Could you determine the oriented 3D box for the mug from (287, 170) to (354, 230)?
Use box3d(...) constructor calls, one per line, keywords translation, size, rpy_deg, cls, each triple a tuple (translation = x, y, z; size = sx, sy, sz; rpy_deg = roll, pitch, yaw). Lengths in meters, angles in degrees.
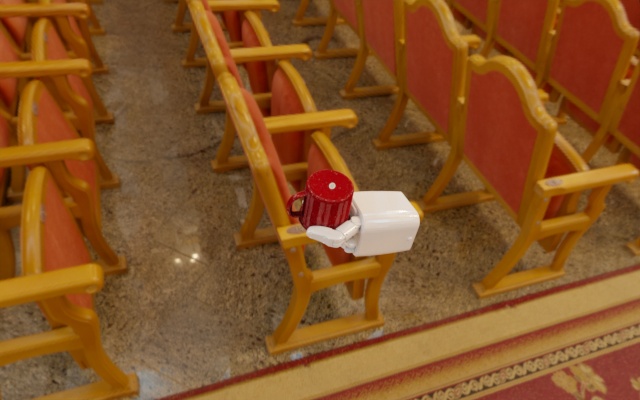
box3d(translation=(-0.001, 0.003, 0.811), size=(0.117, 0.093, 0.082), rpy_deg=(-4, -44, -14), cls="mug")
